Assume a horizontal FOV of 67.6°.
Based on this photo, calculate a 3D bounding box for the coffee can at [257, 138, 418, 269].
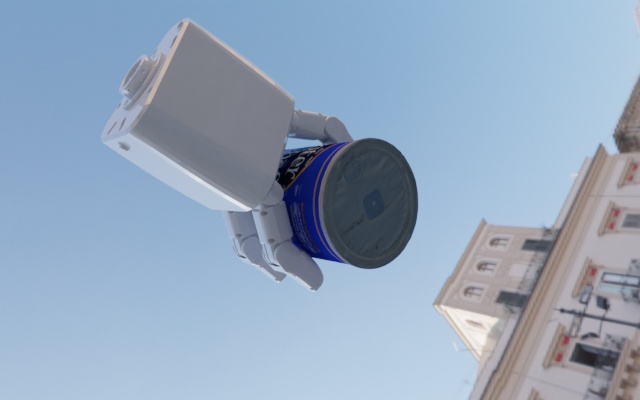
[{"bbox_3d":[0.000,0.001,0.426,0.103,0.103,0.140,0,1,-38],"label":"coffee can"}]
